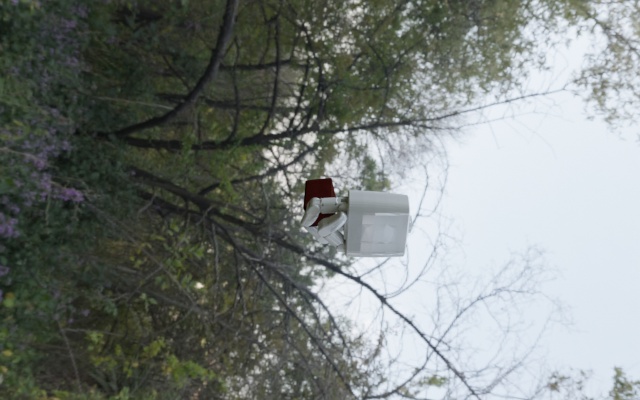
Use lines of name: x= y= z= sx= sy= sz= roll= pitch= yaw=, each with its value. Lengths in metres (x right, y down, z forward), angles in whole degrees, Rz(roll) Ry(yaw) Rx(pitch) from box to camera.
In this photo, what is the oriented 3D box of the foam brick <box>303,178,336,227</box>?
foam brick: x=0.000 y=0.003 z=0.884 sx=0.051 sy=0.053 sz=0.078 roll=-8 pitch=40 yaw=9
